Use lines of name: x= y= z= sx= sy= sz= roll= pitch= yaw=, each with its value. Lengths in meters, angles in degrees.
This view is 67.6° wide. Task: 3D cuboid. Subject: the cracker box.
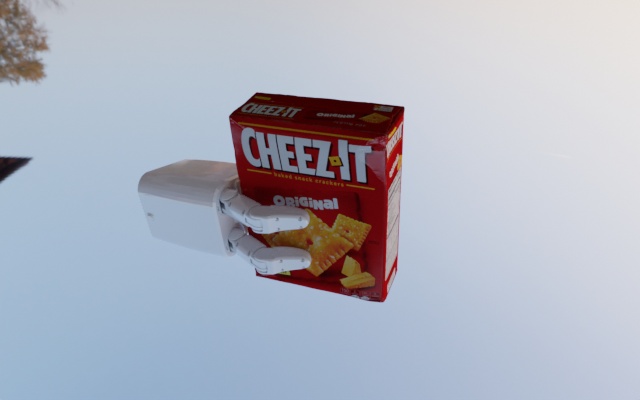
cracker box: x=0.000 y=0.002 z=0.518 sx=0.164 sy=0.214 sz=0.072 roll=9 pitch=37 yaw=19
